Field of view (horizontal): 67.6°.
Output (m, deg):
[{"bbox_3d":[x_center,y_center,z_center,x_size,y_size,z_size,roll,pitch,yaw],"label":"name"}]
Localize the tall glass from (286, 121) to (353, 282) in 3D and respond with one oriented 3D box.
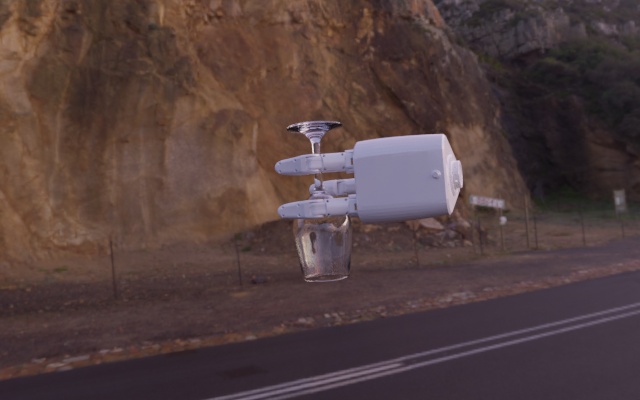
[{"bbox_3d":[0.000,0.001,0.626,0.079,0.201,0.079,-4,-1,0],"label":"tall glass"}]
